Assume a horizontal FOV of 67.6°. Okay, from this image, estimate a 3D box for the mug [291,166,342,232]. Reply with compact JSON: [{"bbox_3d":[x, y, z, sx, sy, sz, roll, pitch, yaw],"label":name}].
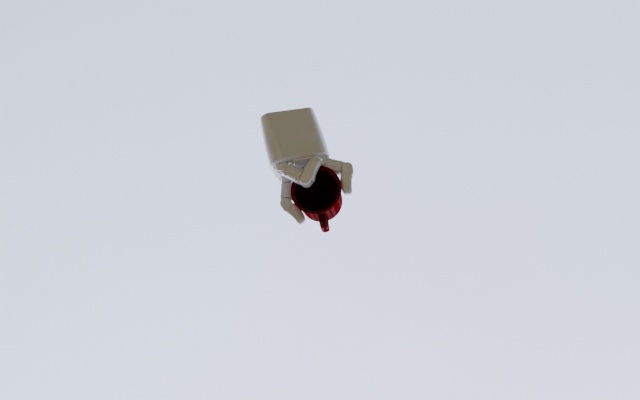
[{"bbox_3d":[0.001,0.004,0.888,0.093,0.117,0.081,-15,-19,3],"label":"mug"}]
